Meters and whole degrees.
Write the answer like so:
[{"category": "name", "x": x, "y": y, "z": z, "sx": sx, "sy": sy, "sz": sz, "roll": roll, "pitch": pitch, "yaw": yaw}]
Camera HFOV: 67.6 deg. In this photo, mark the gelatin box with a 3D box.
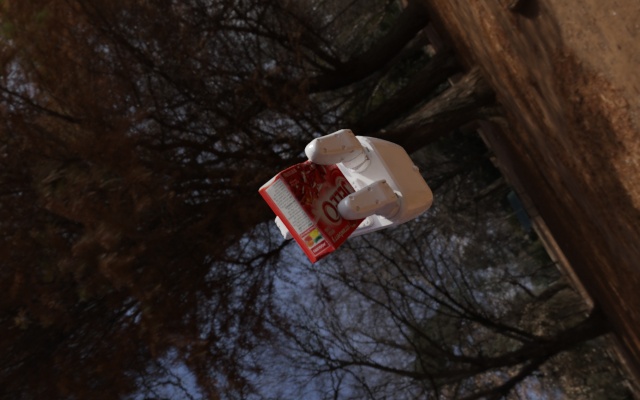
[{"category": "gelatin box", "x": 0.000, "y": 0.002, "z": 0.402, "sx": 0.030, "sy": 0.073, "sz": 0.089, "roll": -37, "pitch": -1, "yaw": 31}]
